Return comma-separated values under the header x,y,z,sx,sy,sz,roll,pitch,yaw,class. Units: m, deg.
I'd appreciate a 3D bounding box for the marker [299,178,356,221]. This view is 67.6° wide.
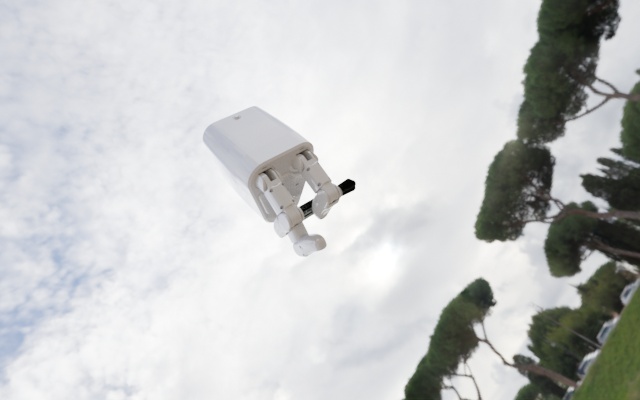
x,y,z,sx,sy,sz,roll,pitch,yaw,class
0.000,0.002,0.611,0.121,0.020,0.020,-30,17,-31,marker
